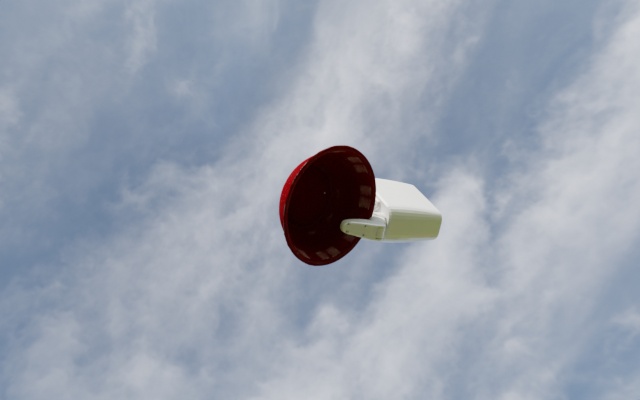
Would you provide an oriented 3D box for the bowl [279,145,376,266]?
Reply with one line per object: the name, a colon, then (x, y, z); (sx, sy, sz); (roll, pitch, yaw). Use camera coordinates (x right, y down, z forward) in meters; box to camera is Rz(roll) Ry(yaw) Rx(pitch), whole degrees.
bowl: (-0.001, 0.002, 0.632); (0.162, 0.162, 0.055); (0, 15, -43)
